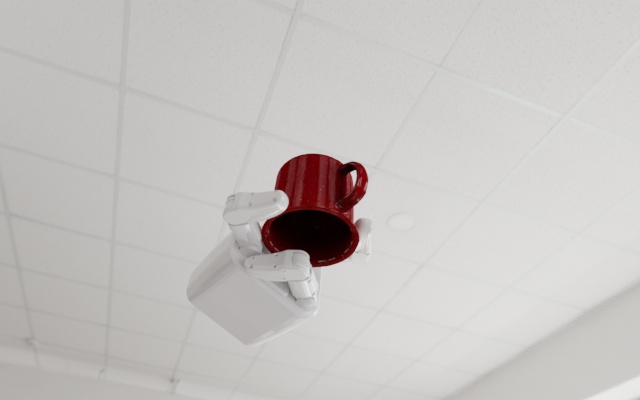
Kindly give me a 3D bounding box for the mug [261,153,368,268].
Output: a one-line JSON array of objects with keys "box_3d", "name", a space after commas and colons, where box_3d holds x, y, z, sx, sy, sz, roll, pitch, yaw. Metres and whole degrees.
[{"box_3d": [0.001, 0.001, 0.470, 0.093, 0.081, 0.117, 32, -50, -27], "name": "mug"}]
